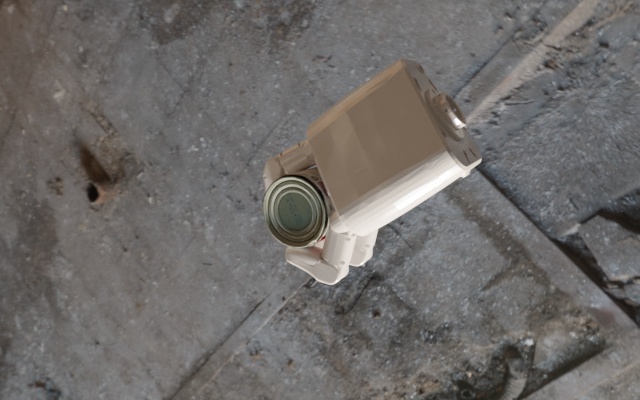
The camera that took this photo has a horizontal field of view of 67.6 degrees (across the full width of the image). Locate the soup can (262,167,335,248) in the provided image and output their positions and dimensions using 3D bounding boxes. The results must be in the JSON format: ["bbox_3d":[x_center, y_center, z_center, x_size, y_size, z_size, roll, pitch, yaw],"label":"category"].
[{"bbox_3d":[0.000,0.002,0.459,0.068,0.068,0.102,0,11,29],"label":"soup can"}]
